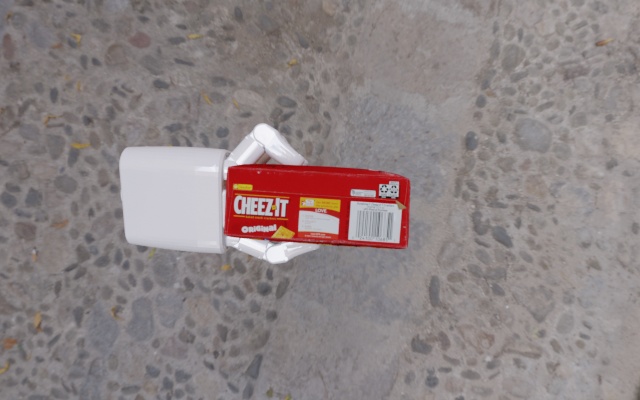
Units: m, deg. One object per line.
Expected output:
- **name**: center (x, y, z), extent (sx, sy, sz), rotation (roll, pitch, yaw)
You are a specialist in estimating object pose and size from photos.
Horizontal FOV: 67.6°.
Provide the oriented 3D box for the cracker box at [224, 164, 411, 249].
- **cracker box**: center (0.000, 0.002, 0.519), extent (0.164, 0.072, 0.213), rotation (3, 2, 2)
